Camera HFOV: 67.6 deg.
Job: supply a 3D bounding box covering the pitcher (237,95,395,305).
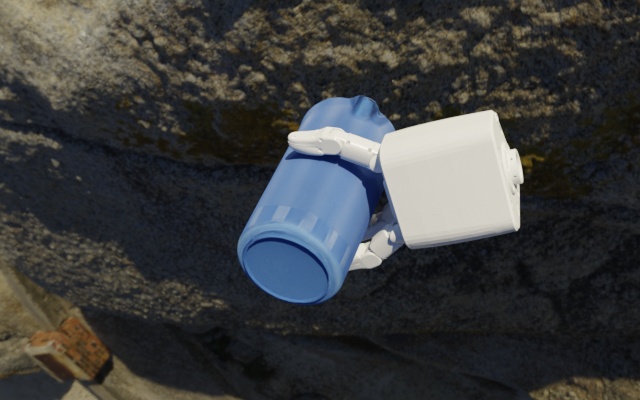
[{"bbox_3d":[0.000,0.002,0.545,0.145,0.149,0.242,-10,33,28],"label":"pitcher"}]
